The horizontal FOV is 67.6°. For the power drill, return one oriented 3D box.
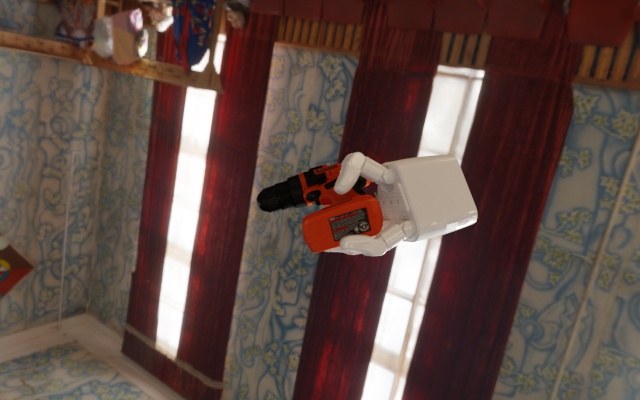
[{"bbox_3d":[0.000,0.002,0.683,0.184,0.057,0.187,-18,25,-2],"label":"power drill"}]
